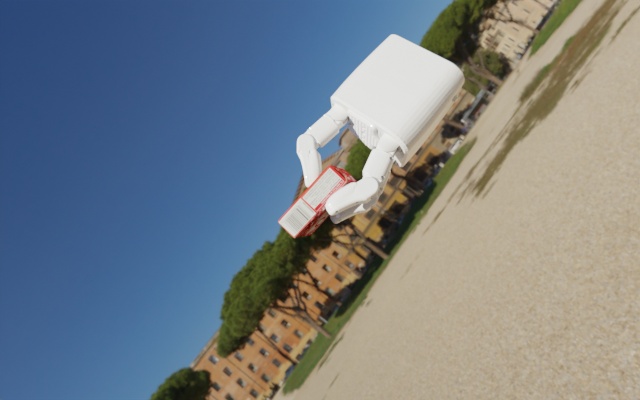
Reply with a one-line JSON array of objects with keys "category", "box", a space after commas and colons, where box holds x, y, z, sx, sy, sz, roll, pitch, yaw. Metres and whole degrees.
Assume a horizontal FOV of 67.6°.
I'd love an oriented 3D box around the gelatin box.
[{"category": "gelatin box", "box": [0.000, 0.002, 0.547, 0.030, 0.089, 0.073, 44, 8, 10]}]
